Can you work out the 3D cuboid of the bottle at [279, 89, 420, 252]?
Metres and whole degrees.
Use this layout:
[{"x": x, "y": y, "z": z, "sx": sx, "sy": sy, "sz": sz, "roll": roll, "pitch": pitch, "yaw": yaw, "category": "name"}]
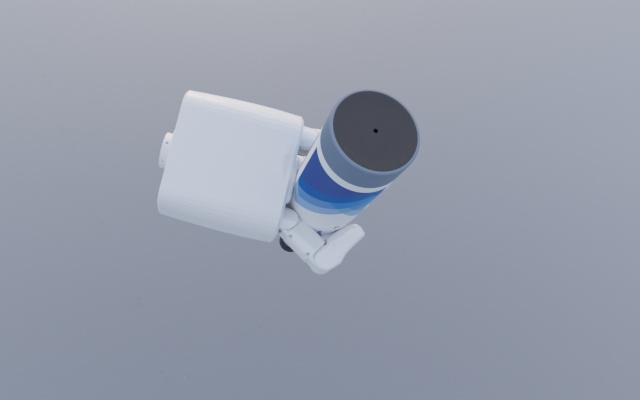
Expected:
[{"x": 0.000, "y": 0.001, "z": 0.459, "sx": 0.069, "sy": 0.069, "sz": 0.296, "roll": 0, "pitch": -20, "yaw": -16, "category": "bottle"}]
